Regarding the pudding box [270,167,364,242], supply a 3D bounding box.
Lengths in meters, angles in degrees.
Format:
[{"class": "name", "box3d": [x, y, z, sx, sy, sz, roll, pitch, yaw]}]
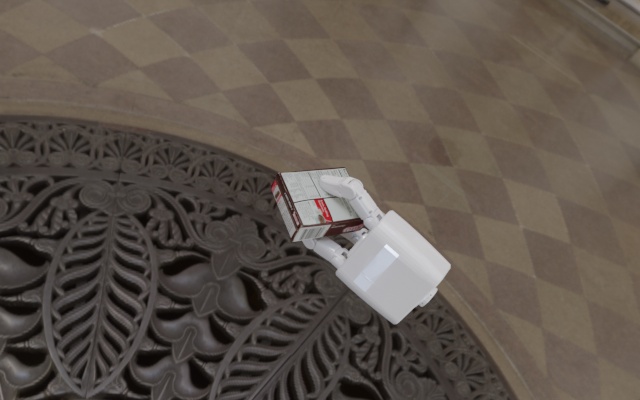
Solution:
[{"class": "pudding box", "box3d": [0.000, 0.002, 0.647, 0.113, 0.090, 0.039, -6, -33, -33]}]
